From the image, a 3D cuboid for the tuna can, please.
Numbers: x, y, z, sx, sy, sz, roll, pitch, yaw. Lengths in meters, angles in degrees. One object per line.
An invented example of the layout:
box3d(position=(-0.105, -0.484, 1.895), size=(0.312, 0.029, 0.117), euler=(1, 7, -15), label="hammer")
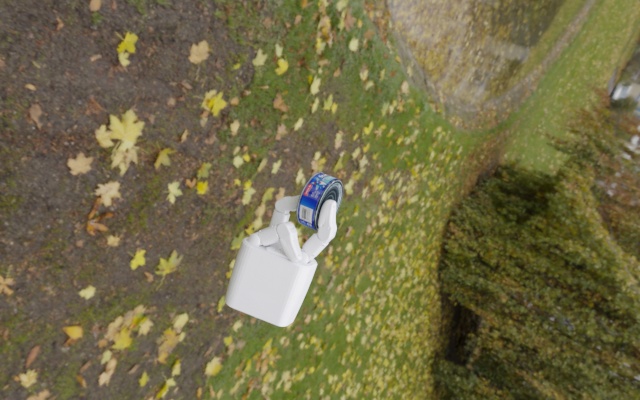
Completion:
box3d(position=(0.001, 0.003, 0.727), size=(0.033, 0.086, 0.086), euler=(22, 9, 23), label="tuna can")
